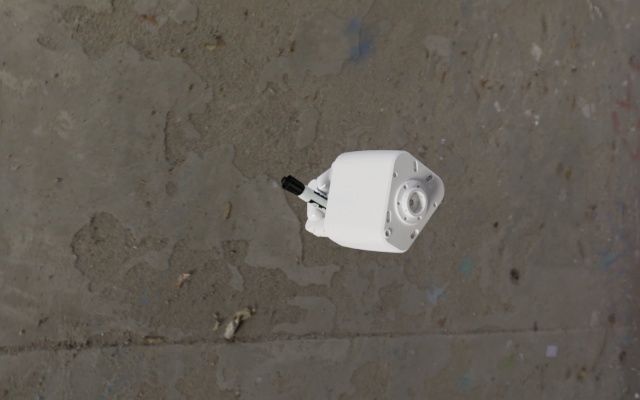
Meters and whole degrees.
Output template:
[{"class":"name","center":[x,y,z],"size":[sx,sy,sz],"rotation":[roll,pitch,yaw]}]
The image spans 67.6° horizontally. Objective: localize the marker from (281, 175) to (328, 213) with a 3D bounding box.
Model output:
[{"class":"marker","center":[0.000,0.002,0.599],"size":[0.121,0.020,0.020],"rotation":[31,-17,-31]}]
